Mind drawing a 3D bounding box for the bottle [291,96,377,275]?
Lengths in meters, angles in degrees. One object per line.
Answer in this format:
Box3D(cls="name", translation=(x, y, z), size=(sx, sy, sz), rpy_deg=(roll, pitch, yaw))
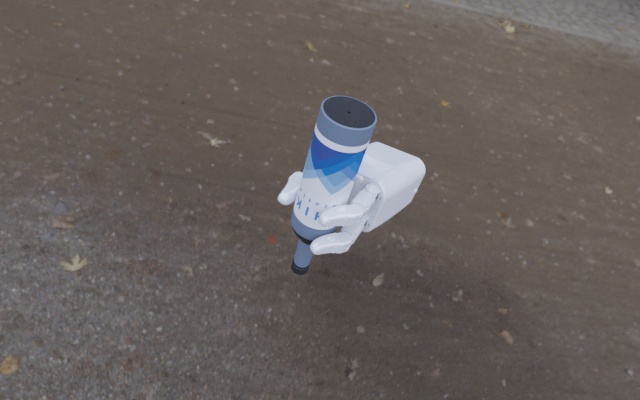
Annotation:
Box3D(cls="bottle", translation=(0.000, 0.002, 0.643), size=(0.069, 0.069, 0.296), rpy_deg=(0, -44, -18))
